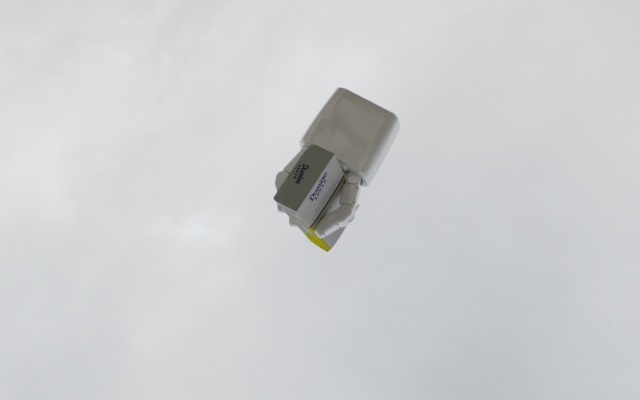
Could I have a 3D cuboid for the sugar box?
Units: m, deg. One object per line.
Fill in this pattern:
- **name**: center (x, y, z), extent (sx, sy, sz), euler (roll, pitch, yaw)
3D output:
- **sugar box**: center (0.000, 0.002, 0.681), extent (0.048, 0.093, 0.176), euler (27, -14, 27)
